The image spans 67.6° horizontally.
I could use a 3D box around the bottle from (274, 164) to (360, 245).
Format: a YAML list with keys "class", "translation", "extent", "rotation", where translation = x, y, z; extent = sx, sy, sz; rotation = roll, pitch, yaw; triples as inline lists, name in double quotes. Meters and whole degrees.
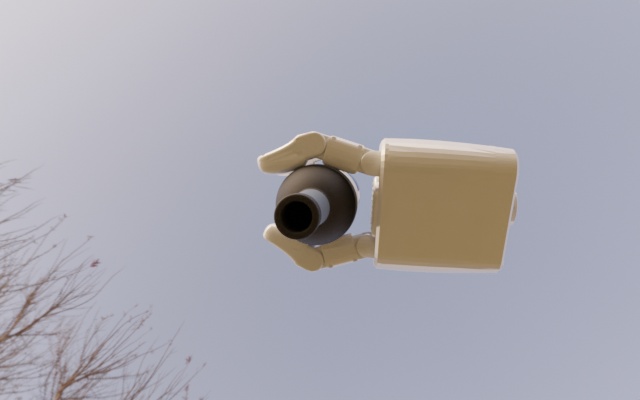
- class: "bottle"
  translation: [0.000, 0.001, 0.426]
  extent: [0.069, 0.069, 0.295]
  rotation: [0, 3, 6]
